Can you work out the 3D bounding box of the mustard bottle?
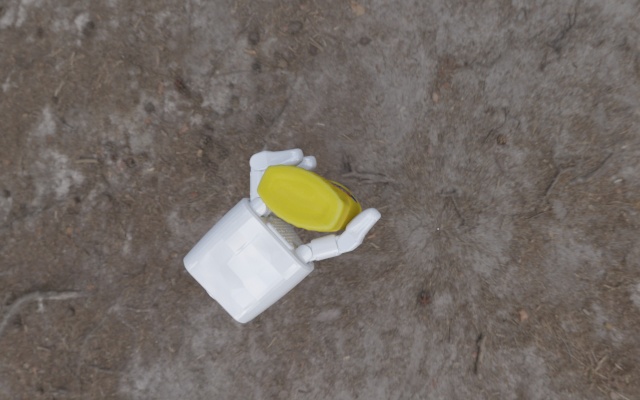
[{"bbox_3d":[0.000,0.002,0.574,0.096,0.058,0.191,25,3,14],"label":"mustard bottle"}]
